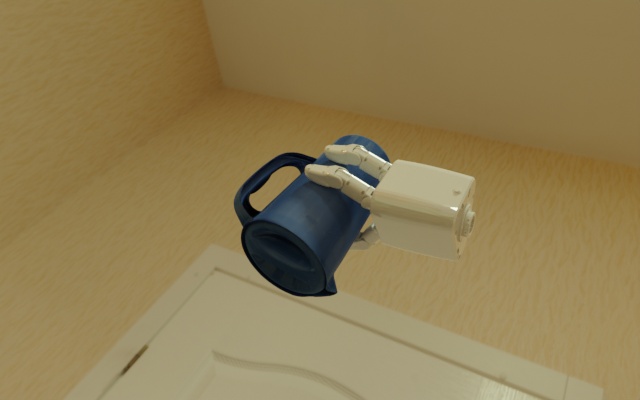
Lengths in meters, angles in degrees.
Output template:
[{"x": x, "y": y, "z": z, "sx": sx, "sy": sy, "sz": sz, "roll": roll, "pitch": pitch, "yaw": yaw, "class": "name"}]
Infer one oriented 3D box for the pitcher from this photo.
[{"x": 0.000, "y": 0.002, "z": 0.682, "sx": 0.145, "sy": 0.149, "sz": 0.242, "roll": 13, "pitch": 44, "yaw": 29, "class": "pitcher"}]
